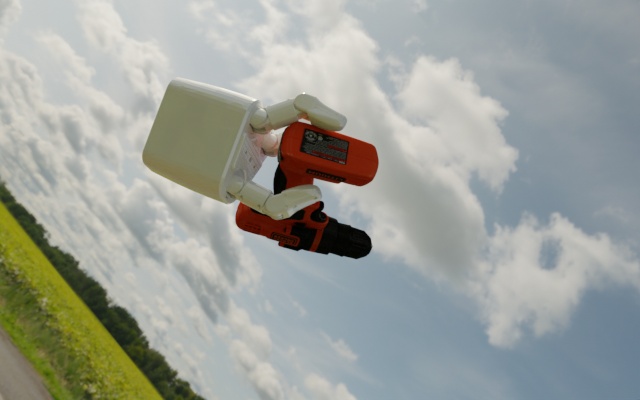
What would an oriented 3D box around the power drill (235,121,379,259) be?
[{"bbox_3d":[0.000,0.001,0.569,0.184,0.057,0.188,15,-39,-10],"label":"power drill"}]
